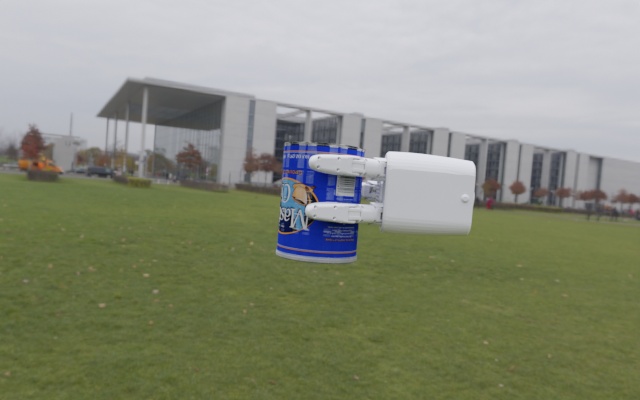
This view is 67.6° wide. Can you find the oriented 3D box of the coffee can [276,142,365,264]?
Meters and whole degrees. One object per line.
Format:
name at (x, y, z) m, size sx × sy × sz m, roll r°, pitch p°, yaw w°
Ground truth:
coffee can at (0.000, 0.002, 0.602) m, size 0.103 × 0.140 × 0.103 m, roll 4°, pitch 2°, yaw 0°
